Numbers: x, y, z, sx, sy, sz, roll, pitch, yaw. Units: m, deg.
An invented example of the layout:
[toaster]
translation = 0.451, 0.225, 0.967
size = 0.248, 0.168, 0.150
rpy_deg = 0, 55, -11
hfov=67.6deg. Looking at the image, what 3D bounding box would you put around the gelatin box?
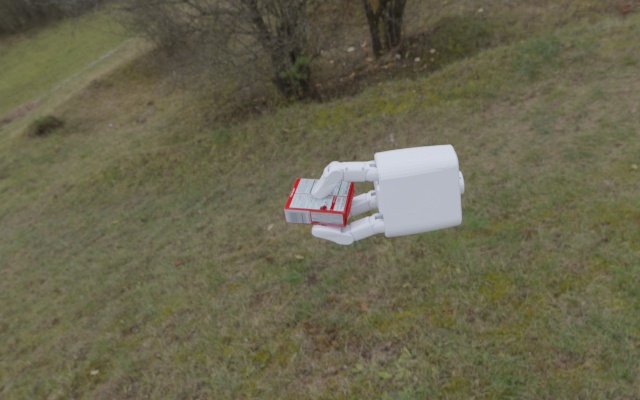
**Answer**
[gelatin box]
translation = 0.000, 0.002, 0.683
size = 0.089, 0.030, 0.073
rpy_deg = 4, 40, 12
